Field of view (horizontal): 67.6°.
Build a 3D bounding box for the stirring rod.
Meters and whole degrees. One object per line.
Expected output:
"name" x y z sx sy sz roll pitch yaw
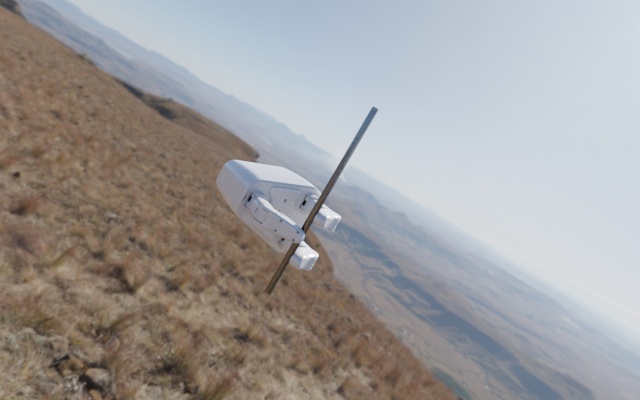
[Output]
"stirring rod" 0.000 0.002 0.536 0.011 0.239 0.011 30 5 -3
